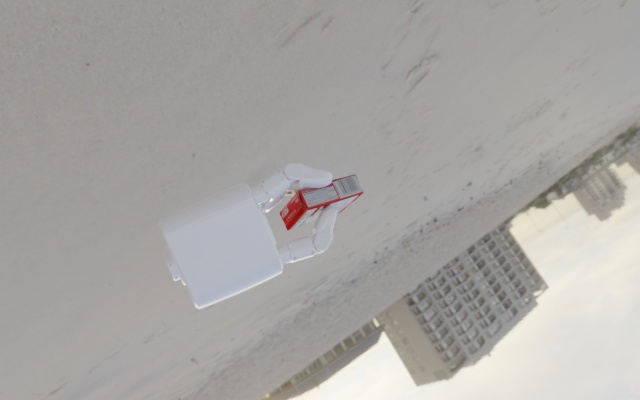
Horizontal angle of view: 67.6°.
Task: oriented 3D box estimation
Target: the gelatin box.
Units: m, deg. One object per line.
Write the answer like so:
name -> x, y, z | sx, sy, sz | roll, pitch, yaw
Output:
gelatin box -> 0.001, 0.002, 0.614 | 0.089, 0.030, 0.073 | -17, -15, -29
